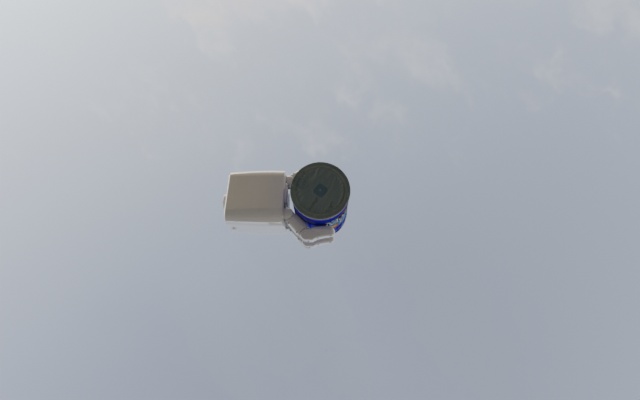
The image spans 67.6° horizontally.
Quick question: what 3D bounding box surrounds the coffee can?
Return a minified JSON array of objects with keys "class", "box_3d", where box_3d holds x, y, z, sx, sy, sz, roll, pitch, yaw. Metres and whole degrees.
[{"class":"coffee can","box_3d":[0.000,0.003,0.874,0.103,0.102,0.140,0,-17,1]}]
